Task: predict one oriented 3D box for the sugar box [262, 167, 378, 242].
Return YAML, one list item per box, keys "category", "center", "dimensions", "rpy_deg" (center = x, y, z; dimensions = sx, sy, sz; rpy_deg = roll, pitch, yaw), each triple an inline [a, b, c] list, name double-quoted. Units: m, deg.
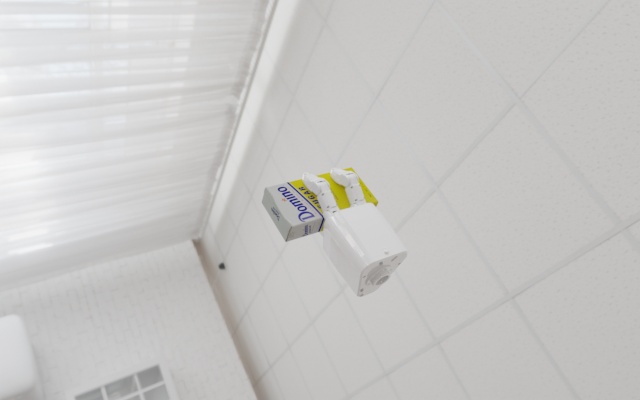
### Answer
- category: "sugar box"
  center: [0.000, 0.002, 0.809]
  dimensions: [0.176, 0.093, 0.048]
  rpy_deg: [-14, -37, -32]
